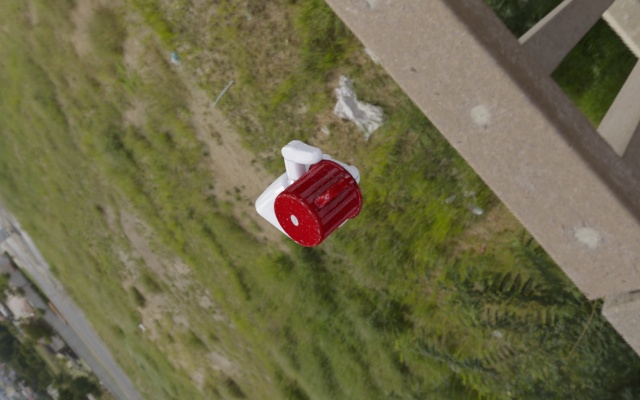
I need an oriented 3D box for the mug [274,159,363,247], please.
[{"bbox_3d":[0.001,0.002,0.606,0.081,0.093,0.117,-40,4,-36],"label":"mug"}]
